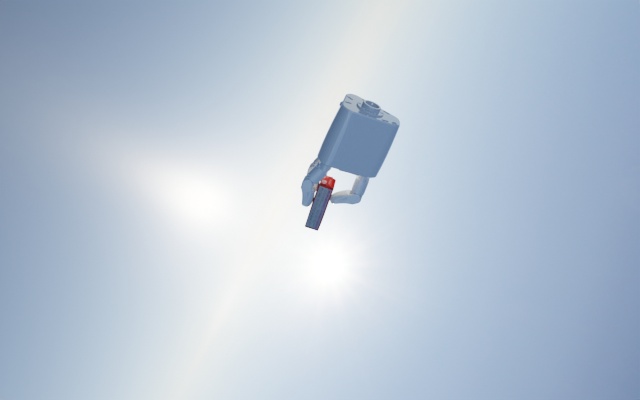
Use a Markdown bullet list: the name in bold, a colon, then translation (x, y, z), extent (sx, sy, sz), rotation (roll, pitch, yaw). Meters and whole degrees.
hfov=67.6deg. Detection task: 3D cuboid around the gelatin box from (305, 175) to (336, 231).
- **gelatin box**: translation (0.000, 0.003, 0.890), extent (0.030, 0.089, 0.073), rotation (19, 17, 1)
